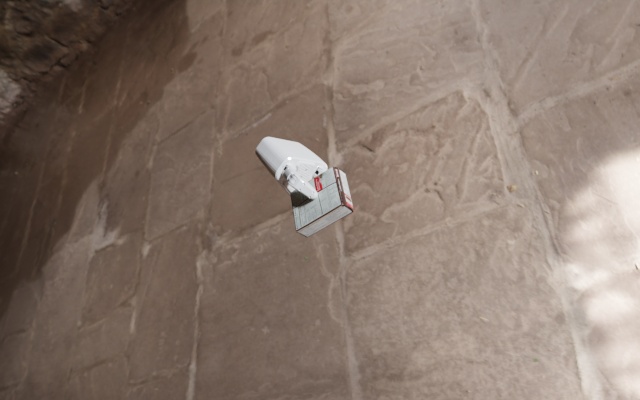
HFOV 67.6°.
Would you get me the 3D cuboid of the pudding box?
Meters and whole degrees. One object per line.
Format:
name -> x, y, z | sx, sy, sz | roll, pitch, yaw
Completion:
pudding box -> 0.000, 0.003, 0.873 | 0.113, 0.090, 0.039 | -32, -38, 28
